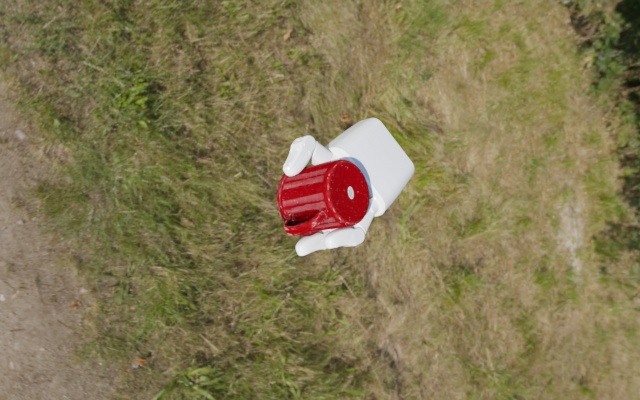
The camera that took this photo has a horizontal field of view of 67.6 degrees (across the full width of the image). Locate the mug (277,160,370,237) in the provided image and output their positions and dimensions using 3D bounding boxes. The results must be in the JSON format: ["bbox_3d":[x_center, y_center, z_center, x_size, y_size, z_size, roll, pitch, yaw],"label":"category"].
[{"bbox_3d":[-0.001,0.003,0.585,0.081,0.093,0.117,-11,26,44],"label":"mug"}]
